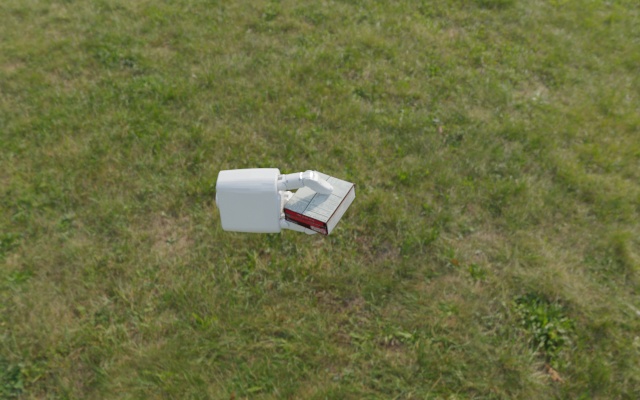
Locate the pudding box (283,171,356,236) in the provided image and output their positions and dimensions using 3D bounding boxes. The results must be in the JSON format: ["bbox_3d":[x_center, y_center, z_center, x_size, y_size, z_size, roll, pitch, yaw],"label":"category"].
[{"bbox_3d":[0.000,0.003,0.857,0.090,0.039,0.113,20,53,23],"label":"pudding box"}]
